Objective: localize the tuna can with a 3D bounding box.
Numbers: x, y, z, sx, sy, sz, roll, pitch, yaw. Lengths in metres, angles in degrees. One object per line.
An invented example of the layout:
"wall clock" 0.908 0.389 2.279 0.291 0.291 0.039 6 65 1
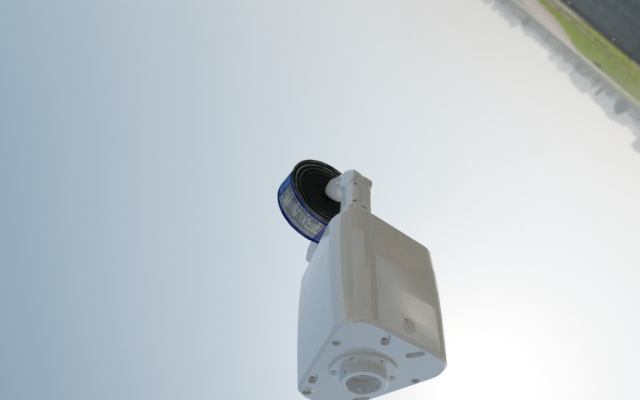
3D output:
"tuna can" 0.000 0.002 0.480 0.086 0.086 0.034 0 -37 -44
